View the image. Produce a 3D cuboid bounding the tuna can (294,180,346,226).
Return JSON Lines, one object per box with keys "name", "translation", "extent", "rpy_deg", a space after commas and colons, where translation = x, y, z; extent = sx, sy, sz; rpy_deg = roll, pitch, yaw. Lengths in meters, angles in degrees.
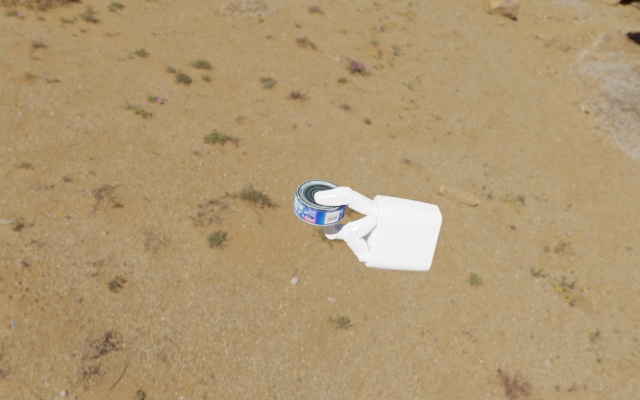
{"name": "tuna can", "translation": [0.000, 0.002, 0.783], "extent": [0.086, 0.034, 0.086], "rpy_deg": [6, 36, -5]}
